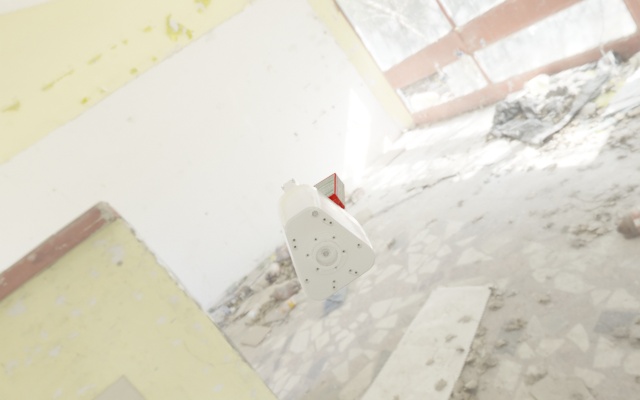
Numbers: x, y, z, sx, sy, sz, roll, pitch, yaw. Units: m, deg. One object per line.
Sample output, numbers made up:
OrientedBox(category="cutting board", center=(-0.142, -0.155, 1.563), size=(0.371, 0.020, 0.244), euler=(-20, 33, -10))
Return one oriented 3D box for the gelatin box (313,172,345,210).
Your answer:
OrientedBox(category="gelatin box", center=(0.000, 0.002, 0.709), size=(0.073, 0.030, 0.089), euler=(-32, 20, 15))
